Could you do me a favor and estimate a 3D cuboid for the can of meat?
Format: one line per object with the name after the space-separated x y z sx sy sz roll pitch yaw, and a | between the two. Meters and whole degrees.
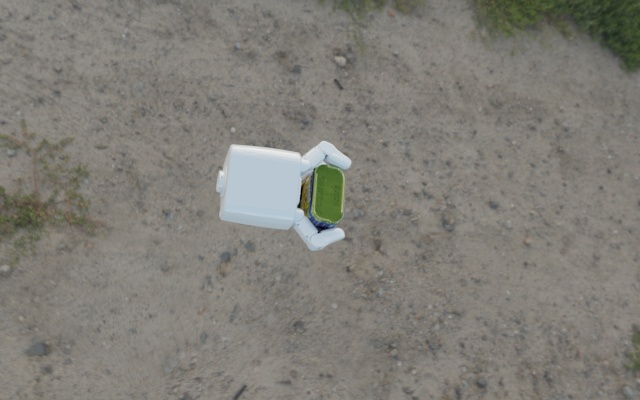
0.000 0.002 0.761 0.057 0.102 0.084 11 -24 -16 | can of meat
